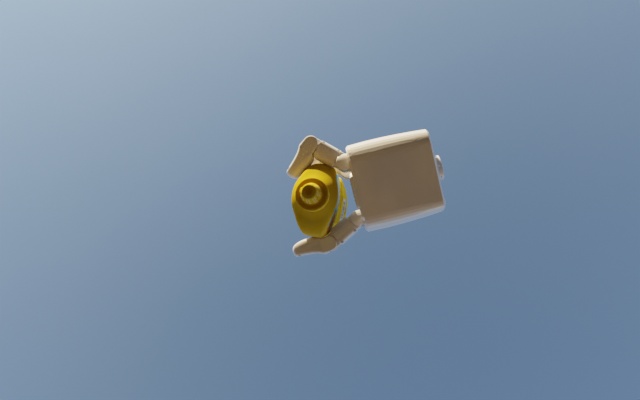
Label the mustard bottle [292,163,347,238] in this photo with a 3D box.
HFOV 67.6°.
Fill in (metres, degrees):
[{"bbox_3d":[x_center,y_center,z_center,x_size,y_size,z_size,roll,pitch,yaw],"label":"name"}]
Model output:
[{"bbox_3d":[0.000,0.002,0.639,0.058,0.096,0.191,11,-6,9],"label":"mustard bottle"}]
